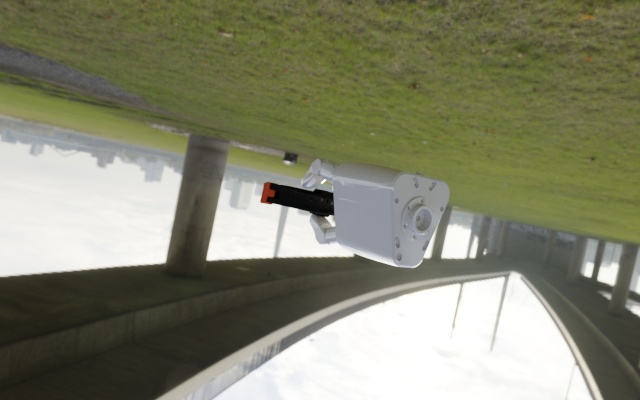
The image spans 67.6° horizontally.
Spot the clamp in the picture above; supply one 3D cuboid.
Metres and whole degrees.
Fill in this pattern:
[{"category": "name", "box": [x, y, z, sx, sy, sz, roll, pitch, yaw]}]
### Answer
[{"category": "clamp", "box": [0.000, 0.003, 0.685, 0.210, 0.036, 0.164, 11, 3, -34]}]
